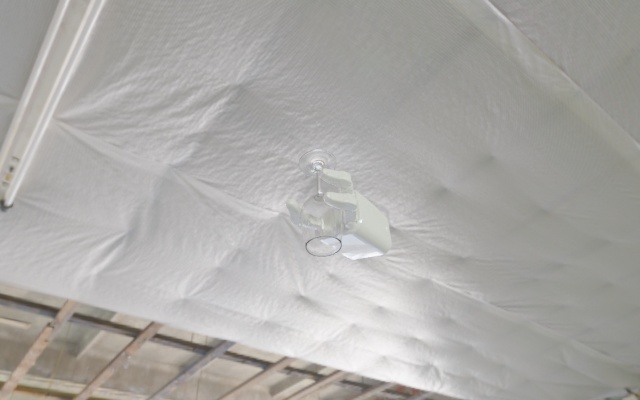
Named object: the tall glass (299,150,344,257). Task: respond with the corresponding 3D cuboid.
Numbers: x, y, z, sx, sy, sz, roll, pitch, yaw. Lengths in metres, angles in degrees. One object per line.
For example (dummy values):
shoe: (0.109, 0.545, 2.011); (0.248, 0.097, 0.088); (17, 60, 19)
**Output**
tall glass: (0.000, 0.002, 0.869); (0.079, 0.200, 0.079); (-2, -41, -2)
